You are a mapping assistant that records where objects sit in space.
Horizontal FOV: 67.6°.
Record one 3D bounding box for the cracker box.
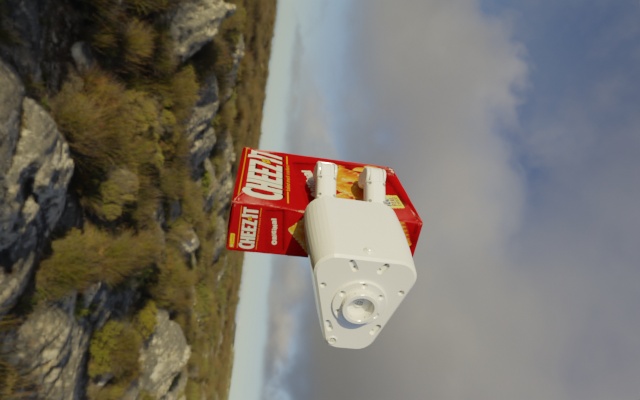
[{"bbox_3d":[0.000,0.002,0.597,0.214,0.072,0.164,7,26,-8],"label":"cracker box"}]
